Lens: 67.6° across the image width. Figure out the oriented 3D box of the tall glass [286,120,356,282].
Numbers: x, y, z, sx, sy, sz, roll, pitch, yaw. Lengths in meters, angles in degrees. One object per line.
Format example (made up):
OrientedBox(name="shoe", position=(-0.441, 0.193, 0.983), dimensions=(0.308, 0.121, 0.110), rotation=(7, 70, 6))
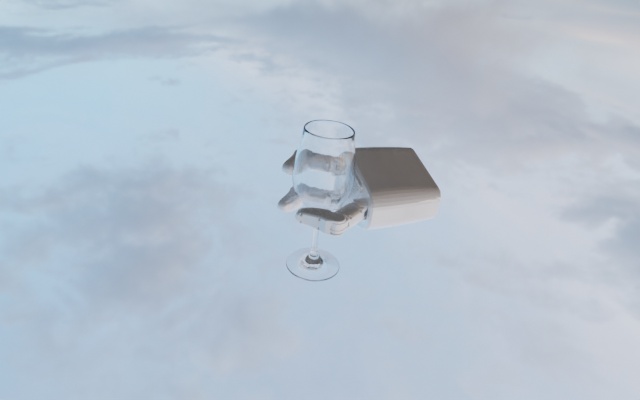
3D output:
OrientedBox(name="tall glass", position=(0.000, 0.003, 0.610), dimensions=(0.079, 0.201, 0.079), rotation=(5, 30, -3))
